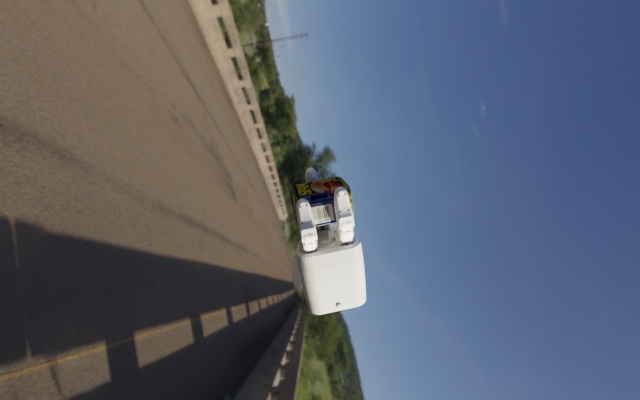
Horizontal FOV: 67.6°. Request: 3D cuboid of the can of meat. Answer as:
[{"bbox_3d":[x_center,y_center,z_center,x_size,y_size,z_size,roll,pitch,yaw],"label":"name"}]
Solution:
[{"bbox_3d":[0.000,0.002,0.720,0.084,0.057,0.102,-11,16,-5],"label":"can of meat"}]
